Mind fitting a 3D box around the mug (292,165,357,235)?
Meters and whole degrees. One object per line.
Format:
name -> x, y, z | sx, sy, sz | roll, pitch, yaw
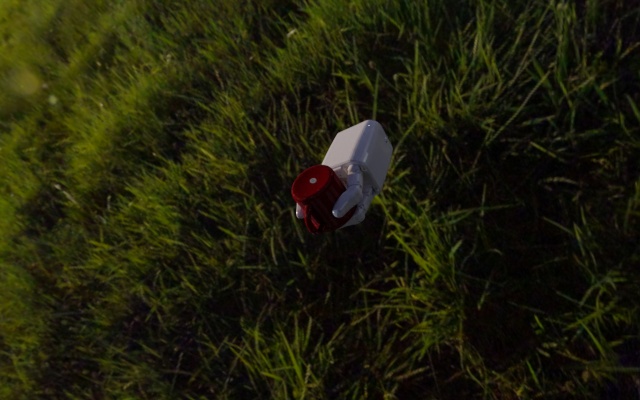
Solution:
mug -> 0.000, 0.004, 0.806 | 0.093, 0.117, 0.081 | -5, -42, 34
